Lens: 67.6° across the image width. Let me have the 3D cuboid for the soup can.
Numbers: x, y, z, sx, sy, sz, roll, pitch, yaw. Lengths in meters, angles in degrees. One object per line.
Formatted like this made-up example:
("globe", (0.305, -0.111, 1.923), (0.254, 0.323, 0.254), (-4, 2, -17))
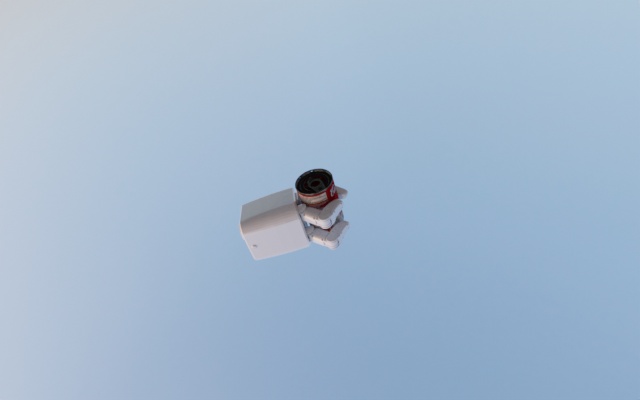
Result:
("soup can", (0.001, 0.003, 0.859), (0.068, 0.102, 0.068), (-10, 41, 9))
